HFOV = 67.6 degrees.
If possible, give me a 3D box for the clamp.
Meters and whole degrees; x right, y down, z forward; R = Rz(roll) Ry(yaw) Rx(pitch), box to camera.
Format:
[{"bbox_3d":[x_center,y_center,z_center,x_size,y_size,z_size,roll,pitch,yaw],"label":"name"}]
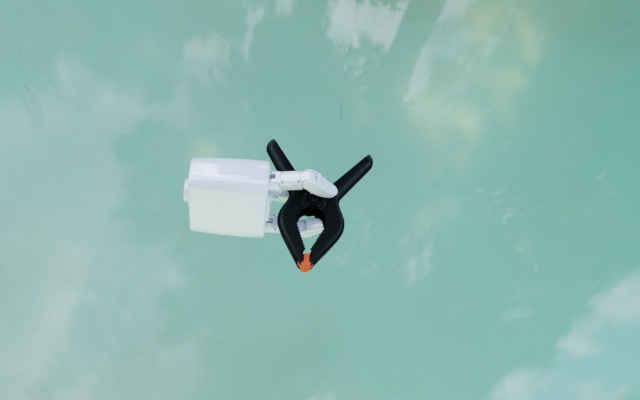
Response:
[{"bbox_3d":[0.000,0.002,0.691,0.164,0.209,0.036,2,-31,-5],"label":"clamp"}]
